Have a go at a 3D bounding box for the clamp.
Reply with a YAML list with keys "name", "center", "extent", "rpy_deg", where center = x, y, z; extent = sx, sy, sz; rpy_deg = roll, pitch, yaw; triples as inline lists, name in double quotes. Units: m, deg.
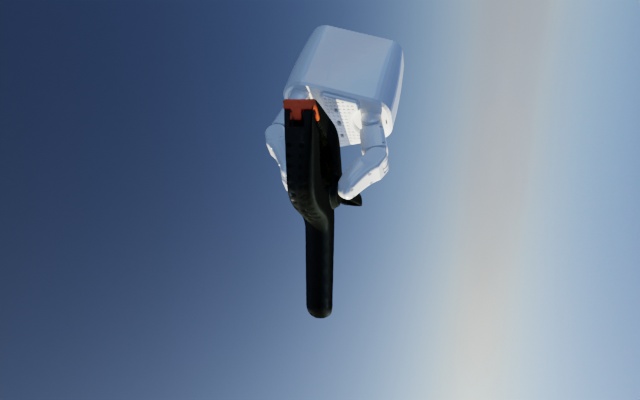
- name: "clamp"
  center: [0.001, 0.001, 0.447]
  extent: [0.036, 0.164, 0.210]
  rpy_deg: [3, -36, 18]
